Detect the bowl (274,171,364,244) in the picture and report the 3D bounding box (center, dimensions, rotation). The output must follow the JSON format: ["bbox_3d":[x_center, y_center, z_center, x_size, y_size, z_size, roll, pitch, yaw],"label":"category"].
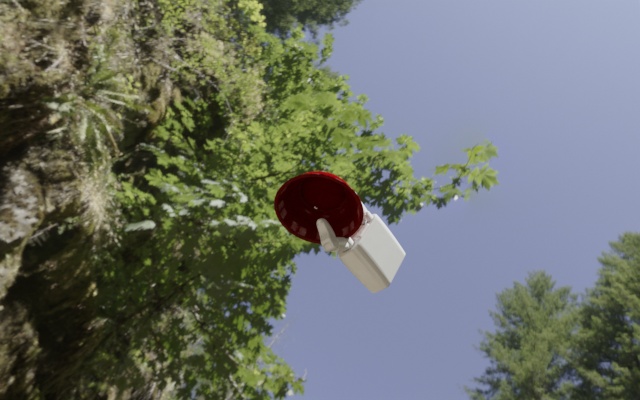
[{"bbox_3d":[0.000,0.002,0.866,0.162,0.162,0.055,0,39,12],"label":"bowl"}]
